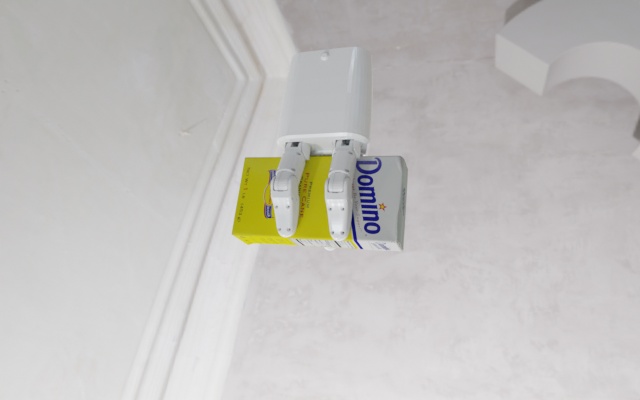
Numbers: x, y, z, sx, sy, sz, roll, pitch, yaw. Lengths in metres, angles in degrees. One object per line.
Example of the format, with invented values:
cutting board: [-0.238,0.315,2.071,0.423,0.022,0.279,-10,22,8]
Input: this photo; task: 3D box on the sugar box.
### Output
sugar box: [0.000,0.001,0.503,0.176,0.093,0.048,-1,-19,19]
